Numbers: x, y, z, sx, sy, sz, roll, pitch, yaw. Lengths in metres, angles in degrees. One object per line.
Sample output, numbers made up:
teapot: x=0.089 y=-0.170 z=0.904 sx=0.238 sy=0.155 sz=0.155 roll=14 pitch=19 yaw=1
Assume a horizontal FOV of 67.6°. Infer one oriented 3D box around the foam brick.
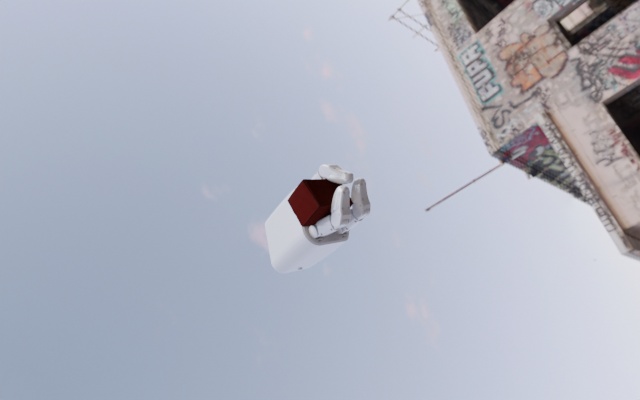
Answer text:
foam brick: x=0.000 y=0.002 z=0.723 sx=0.078 sy=0.053 sz=0.051 roll=-3 pitch=-35 yaw=-45
